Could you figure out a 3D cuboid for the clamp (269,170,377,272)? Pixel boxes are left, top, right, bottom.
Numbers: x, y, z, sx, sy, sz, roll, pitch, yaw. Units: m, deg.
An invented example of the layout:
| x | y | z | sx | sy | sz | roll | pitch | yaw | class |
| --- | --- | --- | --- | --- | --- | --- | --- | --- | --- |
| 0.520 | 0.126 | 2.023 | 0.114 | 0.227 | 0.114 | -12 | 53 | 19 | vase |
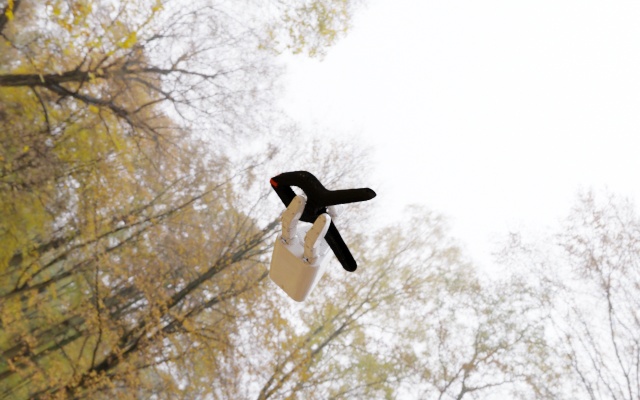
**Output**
| x | y | z | sx | sy | sz | roll | pitch | yaw | class |
| --- | --- | --- | --- | --- | --- | --- | --- | --- | --- |
| 0.000 | 0.002 | 0.791 | 0.210 | 0.165 | 0.036 | 38 | 42 | 23 | clamp |
